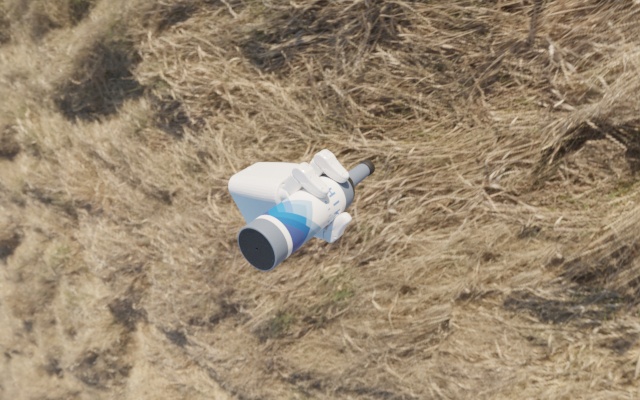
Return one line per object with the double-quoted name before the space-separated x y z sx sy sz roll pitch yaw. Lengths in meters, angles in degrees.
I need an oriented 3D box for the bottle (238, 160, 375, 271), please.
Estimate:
"bottle" 0.000 0.002 0.720 0.069 0.069 0.295 0 24 38
